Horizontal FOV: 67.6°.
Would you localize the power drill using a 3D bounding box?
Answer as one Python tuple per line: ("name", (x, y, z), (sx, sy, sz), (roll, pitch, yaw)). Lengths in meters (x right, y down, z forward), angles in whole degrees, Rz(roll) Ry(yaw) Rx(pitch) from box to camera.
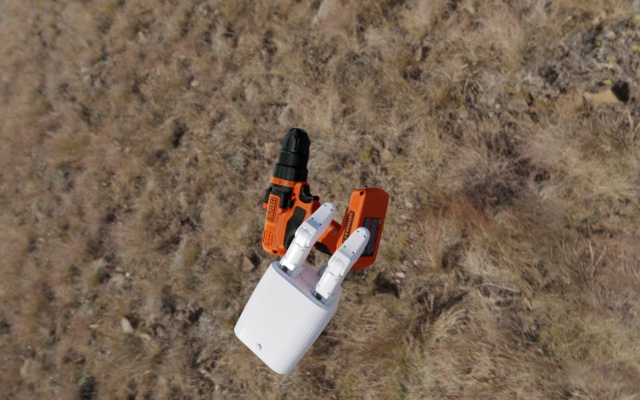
("power drill", (0.000, 0.002, 0.641), (0.057, 0.184, 0.187), (2, 11, -45))
